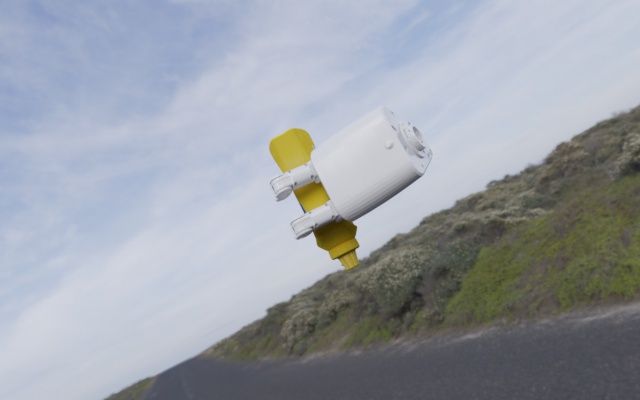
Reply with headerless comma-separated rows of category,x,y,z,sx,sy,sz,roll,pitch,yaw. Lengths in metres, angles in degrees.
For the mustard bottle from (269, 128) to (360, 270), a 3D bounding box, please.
mustard bottle,0.000,0.002,0.628,0.058,0.191,0.096,-28,-10,4
